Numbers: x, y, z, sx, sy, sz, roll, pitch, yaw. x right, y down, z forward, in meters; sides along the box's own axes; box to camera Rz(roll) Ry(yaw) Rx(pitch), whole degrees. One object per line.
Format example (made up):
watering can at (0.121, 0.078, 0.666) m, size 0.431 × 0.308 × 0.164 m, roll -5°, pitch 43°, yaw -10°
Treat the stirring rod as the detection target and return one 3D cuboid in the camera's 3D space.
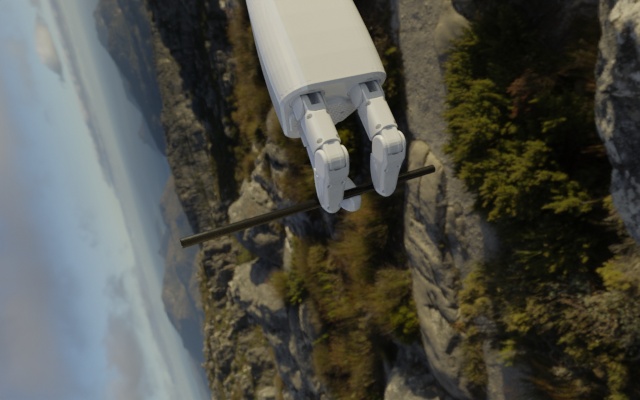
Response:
stirring rod at (0.000, 0.001, 0.411) m, size 0.239 × 0.011 × 0.011 m, roll -17°, pitch 6°, yaw -22°
